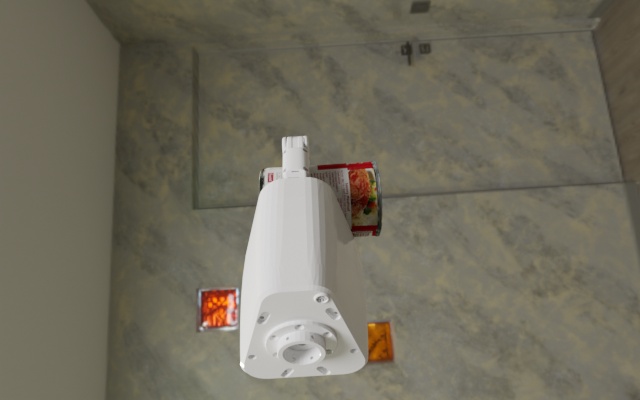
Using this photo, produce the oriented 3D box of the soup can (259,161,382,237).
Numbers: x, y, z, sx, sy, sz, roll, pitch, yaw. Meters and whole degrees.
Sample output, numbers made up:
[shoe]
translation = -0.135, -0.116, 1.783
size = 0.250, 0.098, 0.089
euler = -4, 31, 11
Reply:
[soup can]
translation = 0.000, 0.001, 0.429
size = 0.102, 0.068, 0.068
euler = -4, 0, 0
